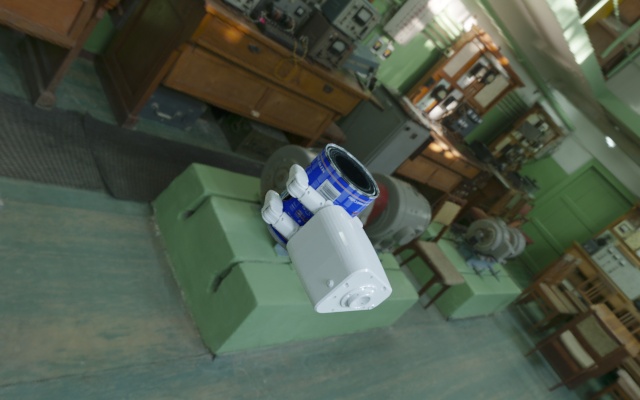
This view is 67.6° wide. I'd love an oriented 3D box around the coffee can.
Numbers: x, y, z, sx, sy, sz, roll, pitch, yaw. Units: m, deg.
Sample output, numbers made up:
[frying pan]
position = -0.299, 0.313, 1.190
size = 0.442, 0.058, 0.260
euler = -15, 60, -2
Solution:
[coffee can]
position = 0.000, 0.002, 0.696
size = 0.140, 0.102, 0.103
euler = -45, -21, 23
